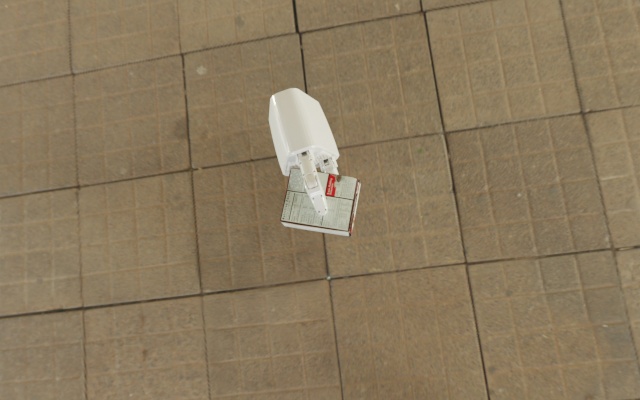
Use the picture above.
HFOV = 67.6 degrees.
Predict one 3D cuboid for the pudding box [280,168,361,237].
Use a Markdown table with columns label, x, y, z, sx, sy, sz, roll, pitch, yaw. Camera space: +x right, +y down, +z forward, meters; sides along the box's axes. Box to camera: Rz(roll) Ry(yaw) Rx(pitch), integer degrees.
| label | x | y | z | sx | sy | sz | roll | pitch | yaw |
| --- | --- | --- | --- | --- | --- | --- | --- | --- | --- |
| pudding box | 0.000 | 0.002 | 0.743 | 0.113 | 0.090 | 0.039 | 9 | -12 | 11 |
